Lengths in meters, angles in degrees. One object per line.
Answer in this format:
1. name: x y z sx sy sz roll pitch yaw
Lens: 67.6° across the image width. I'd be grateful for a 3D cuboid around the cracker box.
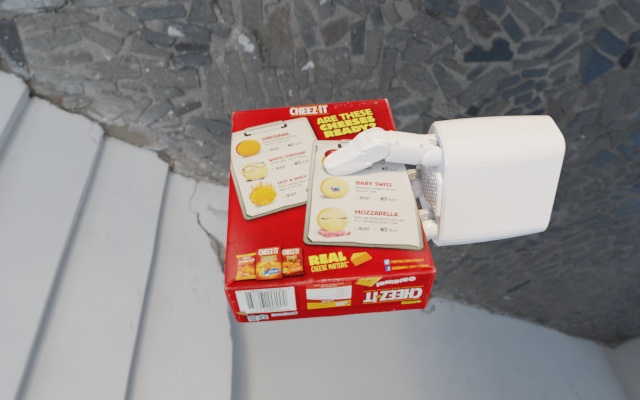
1. cracker box: 0.000 0.001 0.449 0.164 0.213 0.072 -5 -41 -2
